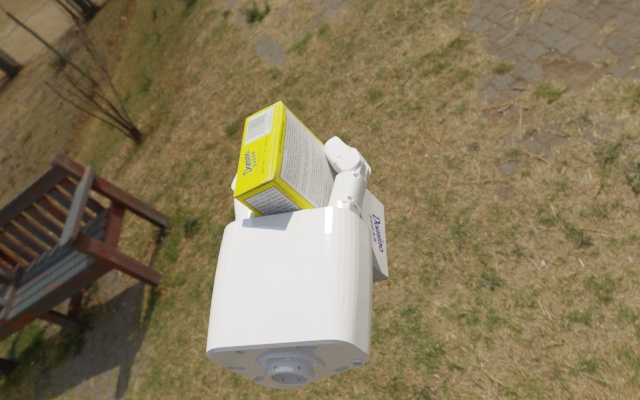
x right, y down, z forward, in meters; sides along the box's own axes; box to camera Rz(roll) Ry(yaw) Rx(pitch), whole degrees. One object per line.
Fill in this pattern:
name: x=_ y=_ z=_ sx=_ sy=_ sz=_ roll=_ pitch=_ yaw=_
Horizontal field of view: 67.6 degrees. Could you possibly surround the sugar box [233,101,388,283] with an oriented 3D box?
sugar box: x=0.000 y=0.002 z=0.436 sx=0.048 sy=0.093 sz=0.176 roll=-21 pitch=-44 yaw=26
